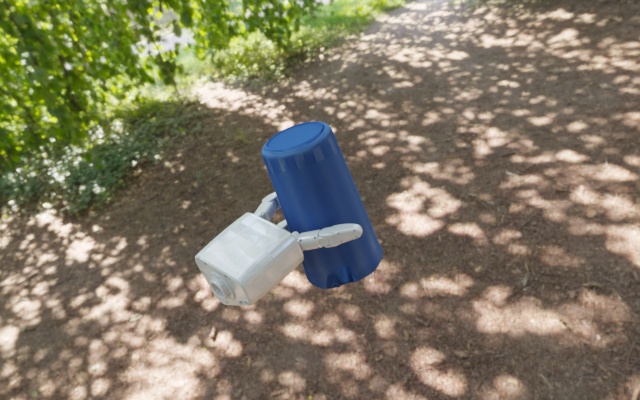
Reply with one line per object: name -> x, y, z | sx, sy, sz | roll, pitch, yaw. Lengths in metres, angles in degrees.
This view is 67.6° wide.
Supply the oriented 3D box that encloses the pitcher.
pitcher -> 0.000, 0.003, 0.747 | 0.149, 0.243, 0.145 | 9, 40, 44
